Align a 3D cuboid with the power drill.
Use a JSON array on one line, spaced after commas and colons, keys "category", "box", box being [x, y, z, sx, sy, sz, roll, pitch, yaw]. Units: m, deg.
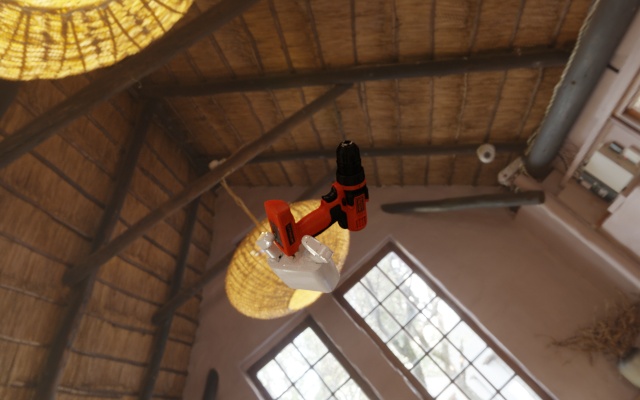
[{"category": "power drill", "box": [0.000, 0.003, 0.832, 0.187, 0.185, 0.057, -24, 35, -21]}]
